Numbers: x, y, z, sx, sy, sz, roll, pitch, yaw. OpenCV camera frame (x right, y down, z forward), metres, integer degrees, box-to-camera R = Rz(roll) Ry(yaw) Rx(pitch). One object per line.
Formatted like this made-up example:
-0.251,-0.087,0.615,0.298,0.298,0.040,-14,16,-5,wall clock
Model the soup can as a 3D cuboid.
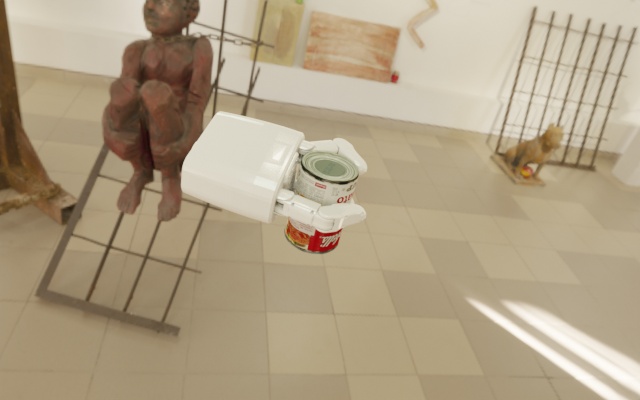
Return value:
0.001,0.002,0.552,0.068,0.102,0.068,10,33,-7,soup can
